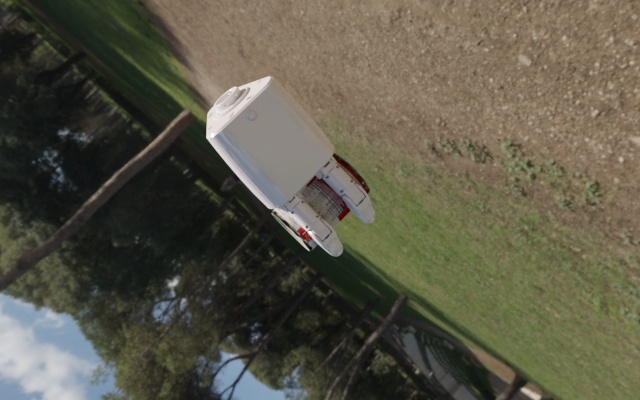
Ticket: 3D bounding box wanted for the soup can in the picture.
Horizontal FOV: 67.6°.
[{"bbox_3d":[0.000,0.002,0.571,0.068,0.102,0.068,44,-8,8],"label":"soup can"}]
